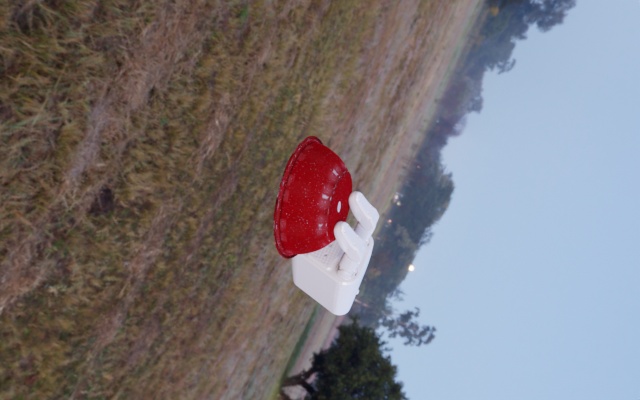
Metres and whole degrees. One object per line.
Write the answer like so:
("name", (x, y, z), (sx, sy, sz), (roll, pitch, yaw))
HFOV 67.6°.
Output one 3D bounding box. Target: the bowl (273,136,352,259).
("bowl", (0.000, 0.001, 0.606), (0.055, 0.162, 0.162), (13, 4, 19))
